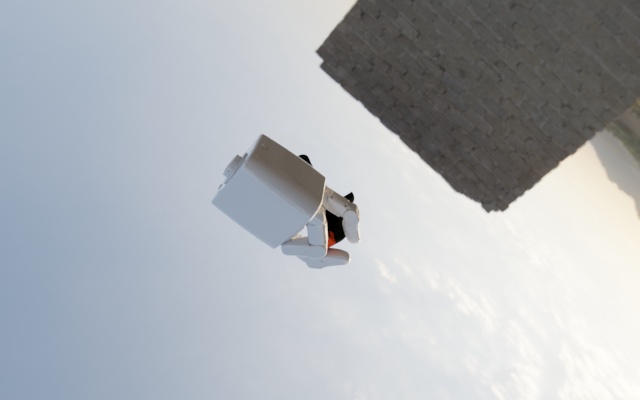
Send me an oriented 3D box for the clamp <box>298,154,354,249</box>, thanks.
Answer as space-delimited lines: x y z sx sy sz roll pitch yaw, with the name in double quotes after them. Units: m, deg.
0.000 0.003 0.698 0.120 0.039 0.171 36 27 -14 "clamp"
